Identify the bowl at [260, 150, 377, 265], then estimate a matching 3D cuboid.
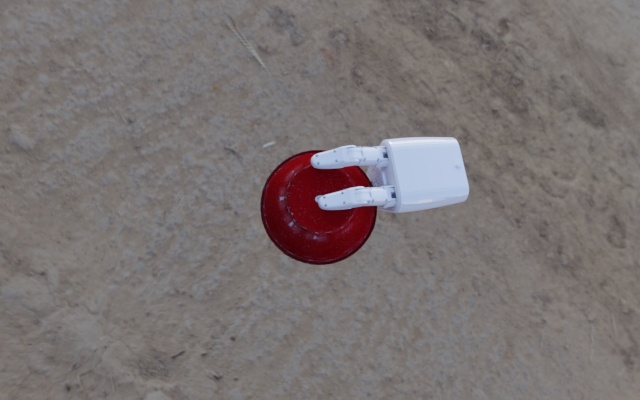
[{"bbox_3d":[-0.001,0.002,0.630,0.162,0.162,0.055,0,-12,-4],"label":"bowl"}]
